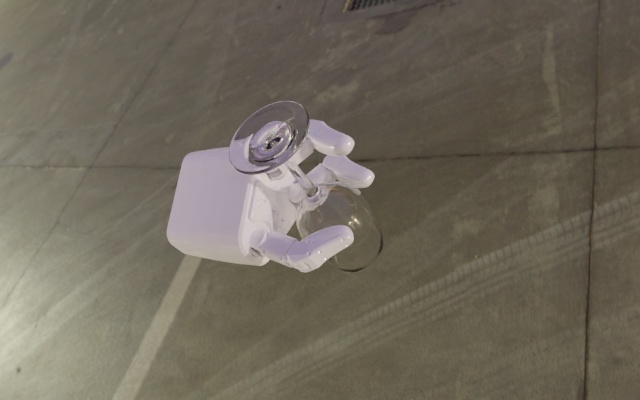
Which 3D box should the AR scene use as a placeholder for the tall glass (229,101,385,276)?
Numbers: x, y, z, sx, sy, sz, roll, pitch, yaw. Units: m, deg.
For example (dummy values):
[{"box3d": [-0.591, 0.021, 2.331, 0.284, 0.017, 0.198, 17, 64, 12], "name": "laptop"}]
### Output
[{"box3d": [0.000, 0.001, 0.453, 0.079, 0.079, 0.201, 0, -32, 31], "name": "tall glass"}]
